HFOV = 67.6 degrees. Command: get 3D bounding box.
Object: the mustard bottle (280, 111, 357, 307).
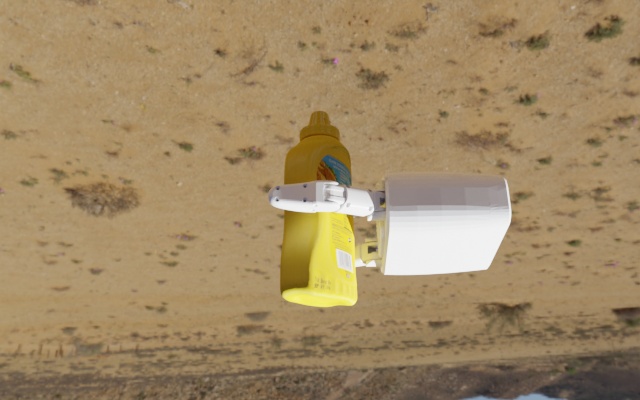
[{"bbox_3d":[0.000,0.002,0.461,0.058,0.191,0.096,-10,-21,27],"label":"mustard bottle"}]
